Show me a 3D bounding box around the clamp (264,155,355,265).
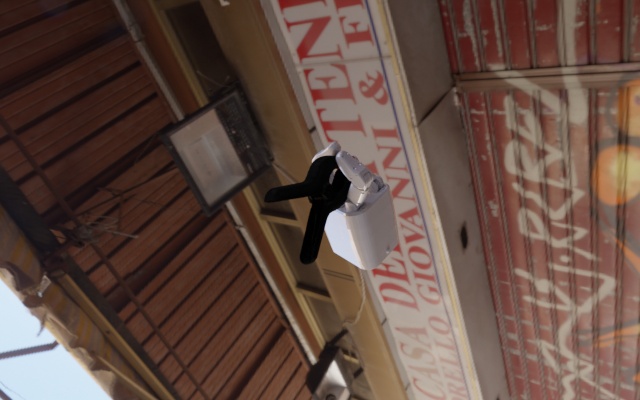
[{"bbox_3d":[0.000,0.002,0.659,0.039,0.120,0.171,9,36,40],"label":"clamp"}]
